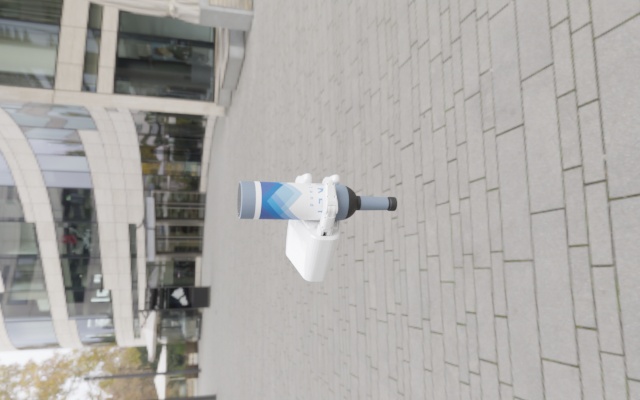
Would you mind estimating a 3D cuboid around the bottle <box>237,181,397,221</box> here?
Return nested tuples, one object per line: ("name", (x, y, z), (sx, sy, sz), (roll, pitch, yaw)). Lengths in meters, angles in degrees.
("bottle", (0.000, 0.003, 0.872), (0.296, 0.069, 0.069), (2, -1, -16))
